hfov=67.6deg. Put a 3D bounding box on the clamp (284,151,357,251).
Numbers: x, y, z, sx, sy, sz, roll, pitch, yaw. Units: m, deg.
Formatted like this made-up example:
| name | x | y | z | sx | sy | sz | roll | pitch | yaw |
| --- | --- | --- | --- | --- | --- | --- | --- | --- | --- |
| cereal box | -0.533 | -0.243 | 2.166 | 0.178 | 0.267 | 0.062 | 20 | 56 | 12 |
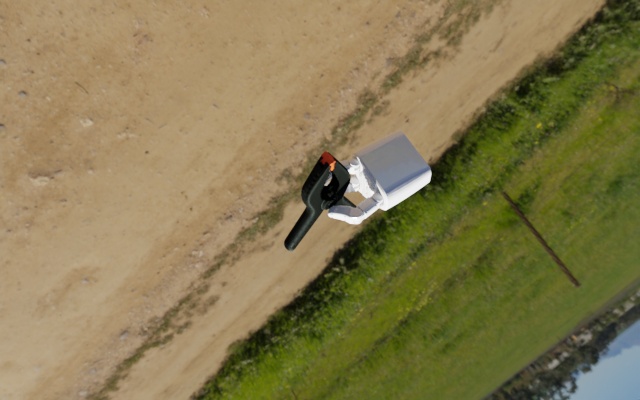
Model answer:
| name | x | y | z | sx | sy | sz | roll | pitch | yaw |
| --- | --- | --- | --- | --- | --- | --- | --- | --- | --- |
| clamp | 0.001 | 0.003 | 0.833 | 0.164 | 0.036 | 0.210 | -31 | -32 | -17 |
